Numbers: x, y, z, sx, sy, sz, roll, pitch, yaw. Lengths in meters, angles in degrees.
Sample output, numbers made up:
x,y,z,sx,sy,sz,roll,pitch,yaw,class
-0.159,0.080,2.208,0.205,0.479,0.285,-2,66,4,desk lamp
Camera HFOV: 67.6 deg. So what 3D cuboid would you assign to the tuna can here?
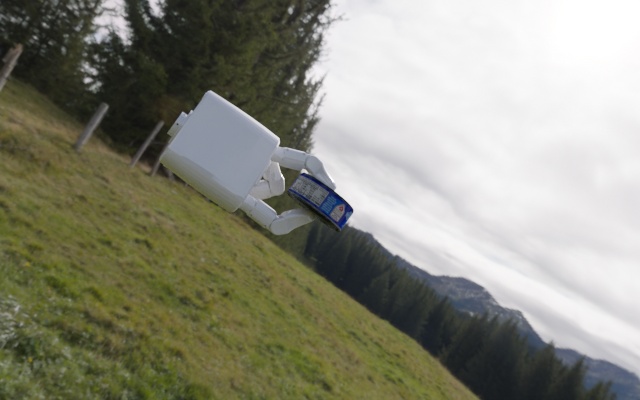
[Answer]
x,y,z,sx,sy,sz,roll,pitch,yaw,class
0.000,0.002,0.611,0.086,0.034,0.086,36,-7,5,tuna can
